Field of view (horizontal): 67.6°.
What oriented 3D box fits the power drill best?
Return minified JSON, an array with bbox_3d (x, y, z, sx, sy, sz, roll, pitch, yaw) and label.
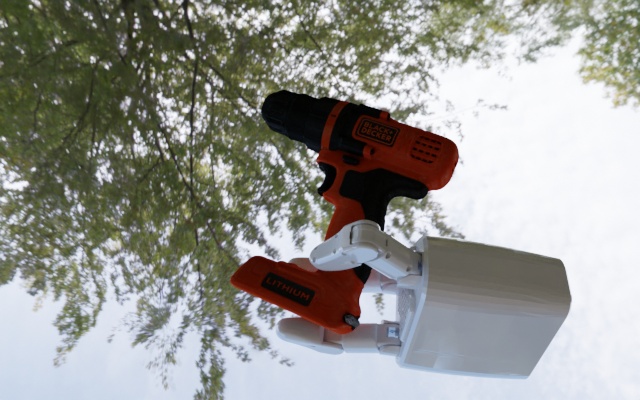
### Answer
[{"bbox_3d":[0.000,0.002,0.403,0.184,0.187,0.057,21,-12,21],"label":"power drill"}]
